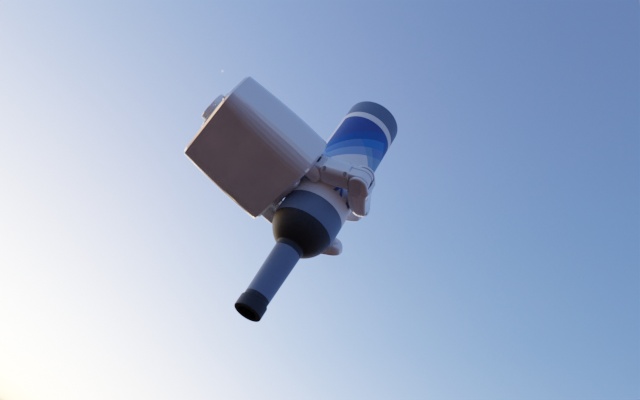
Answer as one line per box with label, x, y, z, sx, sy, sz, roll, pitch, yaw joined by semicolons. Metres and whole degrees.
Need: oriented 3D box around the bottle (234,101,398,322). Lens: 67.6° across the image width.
bottle;0.000;0.002;0.510;0.069;0.069;0.295;0;42;36
